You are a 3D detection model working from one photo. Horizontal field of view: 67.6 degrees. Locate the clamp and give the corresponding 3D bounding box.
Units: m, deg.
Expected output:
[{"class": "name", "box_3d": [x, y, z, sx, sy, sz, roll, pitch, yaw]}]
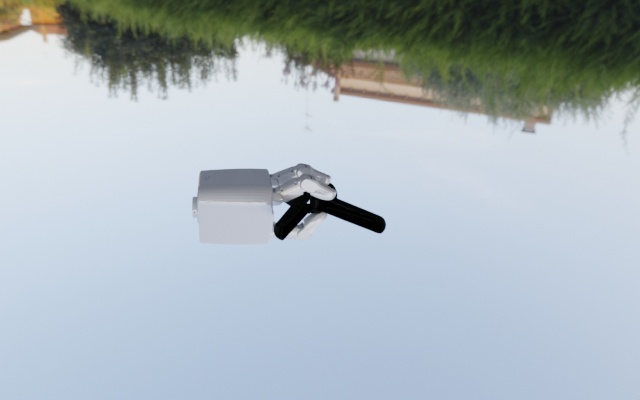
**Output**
[{"class": "clamp", "box_3d": [0.000, 0.003, 0.745, 0.164, 0.036, 0.210, 1, 25, -13]}]
